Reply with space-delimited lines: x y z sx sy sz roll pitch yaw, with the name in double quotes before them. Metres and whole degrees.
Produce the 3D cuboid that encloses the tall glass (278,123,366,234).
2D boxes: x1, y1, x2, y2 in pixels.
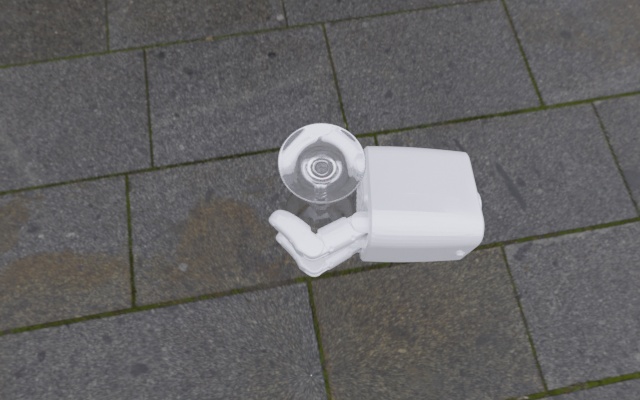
"tall glass" 0.000 0.001 0.493 0.079 0.079 0.201 0 -20 -1
